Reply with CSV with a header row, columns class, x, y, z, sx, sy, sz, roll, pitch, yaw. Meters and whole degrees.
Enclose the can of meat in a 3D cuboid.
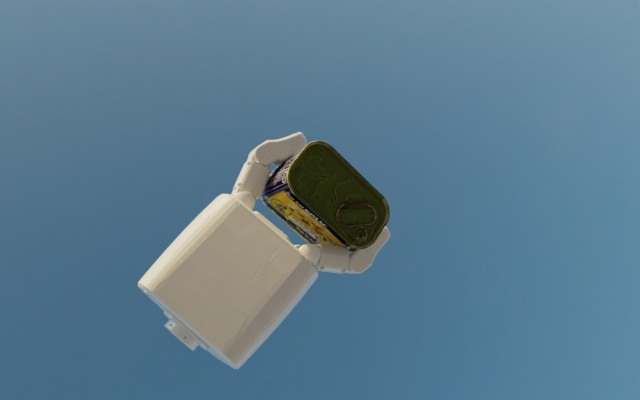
class,x,y,z,sx,sy,sz,roll,pitch,yaw
can of meat,0.000,0.001,0.449,0.102,0.057,0.084,42,-24,-14
